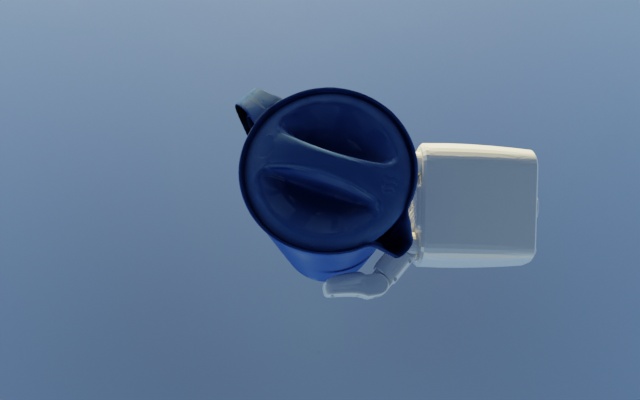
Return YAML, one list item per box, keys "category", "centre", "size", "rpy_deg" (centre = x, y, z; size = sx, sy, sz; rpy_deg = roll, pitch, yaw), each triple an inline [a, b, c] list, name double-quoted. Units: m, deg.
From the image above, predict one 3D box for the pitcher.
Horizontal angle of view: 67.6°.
- category: "pitcher"
  centre: [0.000, 0.002, 0.463]
  size: [0.145, 0.149, 0.243]
  rpy_deg: [0, -18, 0]
